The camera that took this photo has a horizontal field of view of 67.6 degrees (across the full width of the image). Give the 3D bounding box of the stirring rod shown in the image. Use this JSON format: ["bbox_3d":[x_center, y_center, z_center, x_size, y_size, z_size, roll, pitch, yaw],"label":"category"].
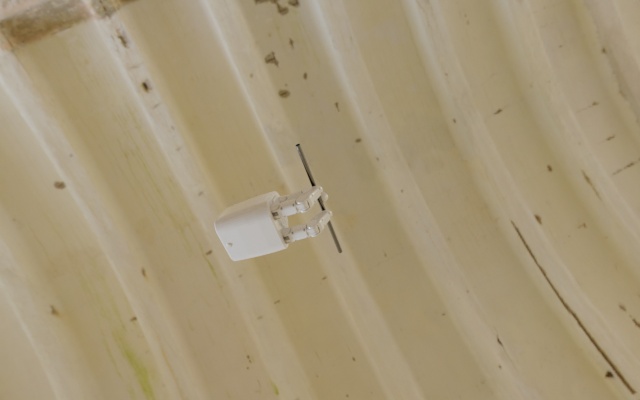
[{"bbox_3d":[0.000,0.003,0.870,0.011,0.240,0.011,-16,30,10],"label":"stirring rod"}]
